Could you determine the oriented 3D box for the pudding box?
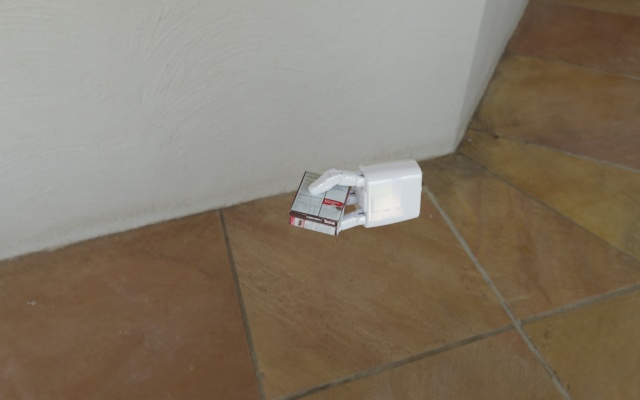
[{"bbox_3d":[0.000,0.003,0.851,0.090,0.039,0.113,13,43,7],"label":"pudding box"}]
